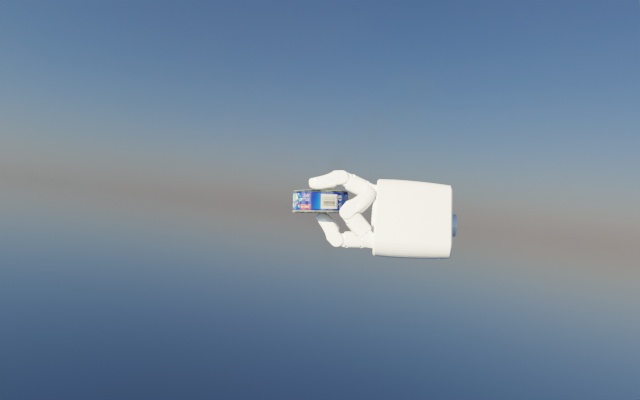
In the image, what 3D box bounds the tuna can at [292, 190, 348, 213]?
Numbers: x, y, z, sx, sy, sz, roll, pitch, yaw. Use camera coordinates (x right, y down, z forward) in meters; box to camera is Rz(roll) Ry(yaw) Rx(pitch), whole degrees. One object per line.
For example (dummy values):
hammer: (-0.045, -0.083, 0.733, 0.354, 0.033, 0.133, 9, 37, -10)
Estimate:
tuna can: (0.000, 0.002, 0.733, 0.086, 0.034, 0.086, 1, -2, 0)
